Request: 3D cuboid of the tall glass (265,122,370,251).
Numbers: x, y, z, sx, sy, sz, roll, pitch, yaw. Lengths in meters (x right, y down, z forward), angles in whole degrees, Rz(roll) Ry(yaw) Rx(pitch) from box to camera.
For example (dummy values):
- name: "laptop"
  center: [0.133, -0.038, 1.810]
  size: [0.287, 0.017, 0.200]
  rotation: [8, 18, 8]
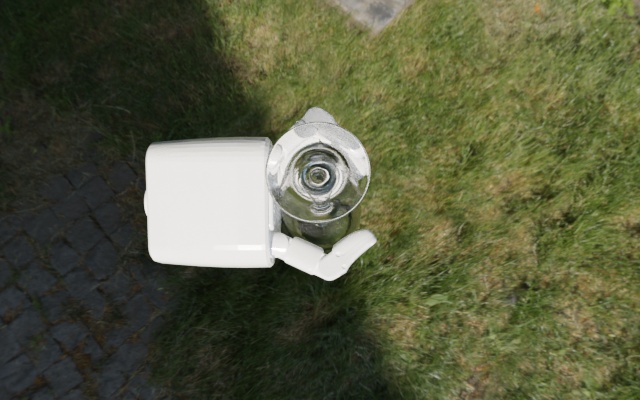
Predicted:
- name: "tall glass"
  center: [0.000, 0.001, 0.431]
  size: [0.079, 0.079, 0.201]
  rotation: [0, -13, 2]
